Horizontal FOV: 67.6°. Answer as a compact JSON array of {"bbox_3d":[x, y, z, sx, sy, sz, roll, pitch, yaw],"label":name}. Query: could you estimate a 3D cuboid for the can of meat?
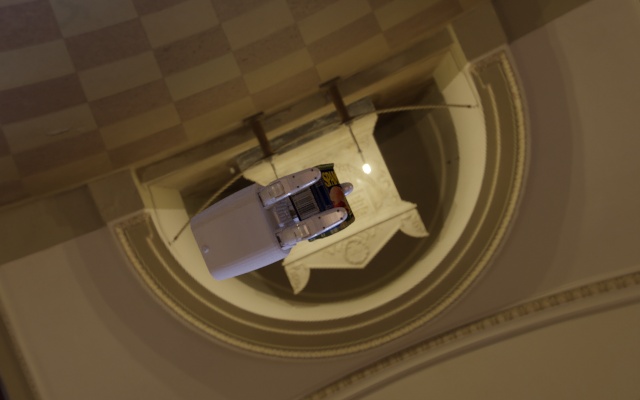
[{"bbox_3d":[0.000,0.002,0.612,0.057,0.084,0.102,-24,-1,16],"label":"can of meat"}]
